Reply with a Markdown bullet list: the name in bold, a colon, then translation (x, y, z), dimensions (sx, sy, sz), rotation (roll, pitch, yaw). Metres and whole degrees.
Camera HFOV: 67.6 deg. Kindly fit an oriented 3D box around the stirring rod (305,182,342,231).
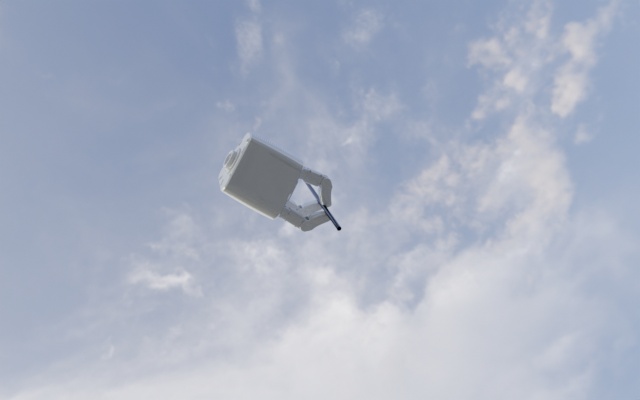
- **stirring rod**: translation (0.000, 0.003, 0.882), dimensions (0.011, 0.011, 0.239), rotation (0, 21, -16)
